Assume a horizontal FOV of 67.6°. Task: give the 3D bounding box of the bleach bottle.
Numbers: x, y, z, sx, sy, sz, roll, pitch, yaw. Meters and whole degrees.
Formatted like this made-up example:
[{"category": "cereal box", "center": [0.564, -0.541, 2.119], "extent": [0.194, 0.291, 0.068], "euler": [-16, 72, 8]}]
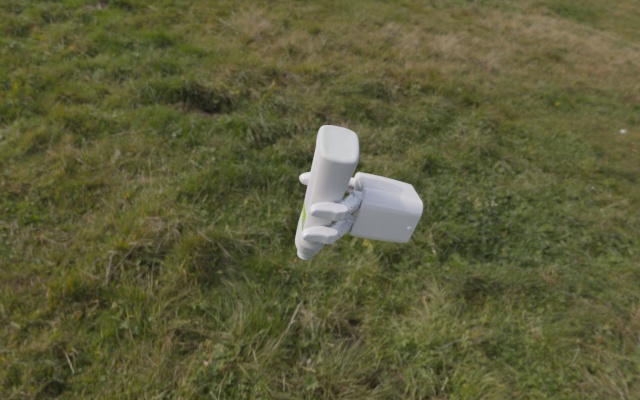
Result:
[{"category": "bleach bottle", "center": [0.000, 0.003, 0.823], "extent": [0.068, 0.251, 0.102], "euler": [12, 40, -8]}]
